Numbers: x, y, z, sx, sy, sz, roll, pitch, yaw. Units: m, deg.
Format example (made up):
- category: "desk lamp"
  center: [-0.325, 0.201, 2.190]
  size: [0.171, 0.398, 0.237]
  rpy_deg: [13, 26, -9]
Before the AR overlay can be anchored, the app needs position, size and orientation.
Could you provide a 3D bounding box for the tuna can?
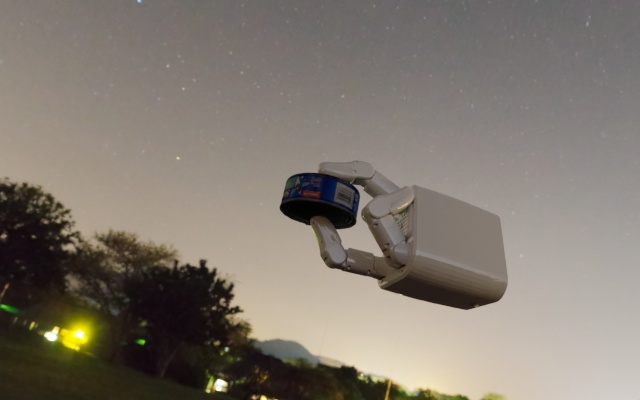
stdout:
- category: "tuna can"
  center: [0.000, 0.001, 0.526]
  size: [0.086, 0.033, 0.086]
  rpy_deg: [10, -20, 4]
